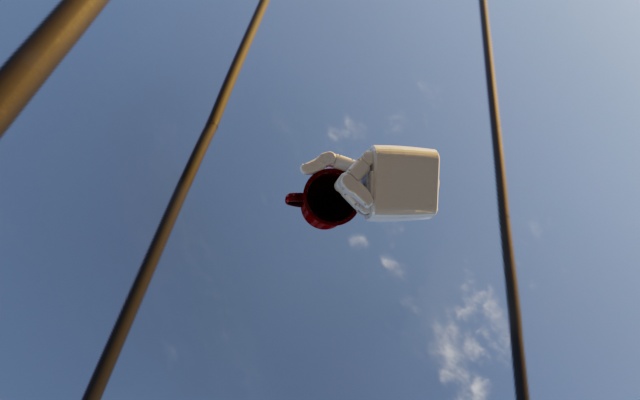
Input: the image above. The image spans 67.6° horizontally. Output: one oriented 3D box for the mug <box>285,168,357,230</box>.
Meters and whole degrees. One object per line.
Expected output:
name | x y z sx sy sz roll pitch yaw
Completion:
mug | -0.001 0.003 0.784 0.117 0.093 0.081 1 -12 -10
